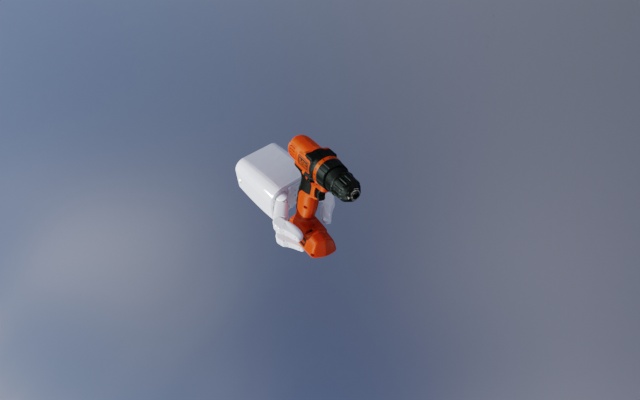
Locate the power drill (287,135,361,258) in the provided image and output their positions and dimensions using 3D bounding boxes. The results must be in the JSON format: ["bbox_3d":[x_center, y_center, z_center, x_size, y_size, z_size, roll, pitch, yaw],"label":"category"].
[{"bbox_3d":[0.000,0.003,0.811,0.057,0.188,0.184,-12,37,-28],"label":"power drill"}]
